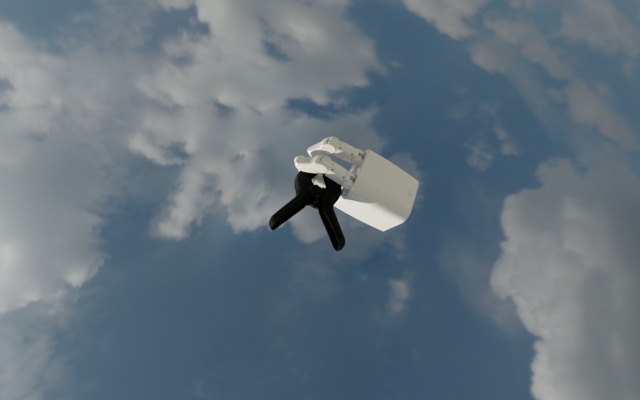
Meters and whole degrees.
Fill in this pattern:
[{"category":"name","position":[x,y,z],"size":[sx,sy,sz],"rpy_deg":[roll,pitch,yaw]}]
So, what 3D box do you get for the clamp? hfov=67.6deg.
[{"category":"clamp","position":[0.000,0.003,0.768],"size":[0.120,0.171,0.039],"rpy_deg":[29,-37,-7]}]
